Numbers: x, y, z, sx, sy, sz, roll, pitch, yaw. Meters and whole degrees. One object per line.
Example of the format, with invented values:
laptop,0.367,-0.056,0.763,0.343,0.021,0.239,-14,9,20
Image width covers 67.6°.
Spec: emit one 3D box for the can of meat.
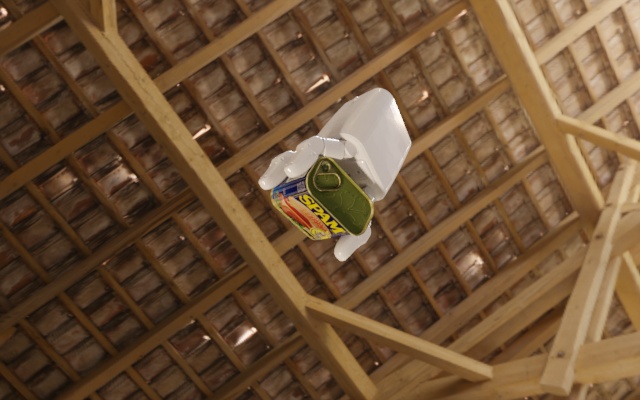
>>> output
can of meat,0.000,0.002,0.585,0.102,0.057,0.084,45,-33,-22
